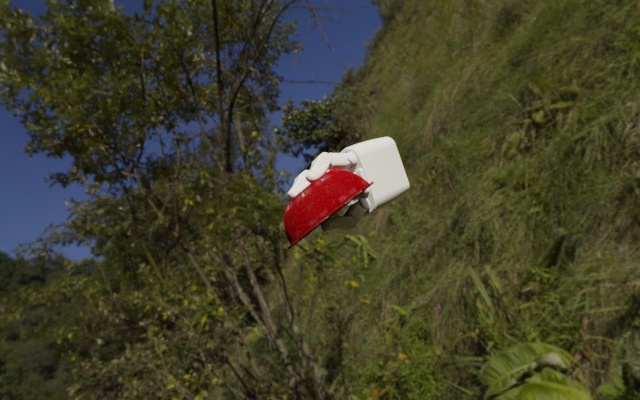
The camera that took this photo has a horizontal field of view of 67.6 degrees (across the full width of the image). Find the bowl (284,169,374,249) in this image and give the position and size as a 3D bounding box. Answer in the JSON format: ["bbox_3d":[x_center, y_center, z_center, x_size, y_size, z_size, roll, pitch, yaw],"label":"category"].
[{"bbox_3d":[-0.001,0.002,0.711,0.162,0.055,0.162,-38,-2,-2],"label":"bowl"}]
